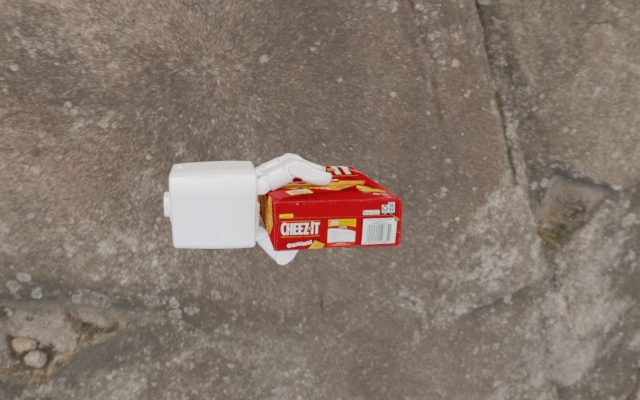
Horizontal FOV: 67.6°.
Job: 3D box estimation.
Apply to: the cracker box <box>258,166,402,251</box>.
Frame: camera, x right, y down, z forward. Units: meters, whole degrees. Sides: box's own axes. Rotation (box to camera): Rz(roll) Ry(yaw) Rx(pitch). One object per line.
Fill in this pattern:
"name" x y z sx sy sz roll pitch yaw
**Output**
"cracker box" 0.000 0.002 0.676 0.164 0.072 0.213 -2 15 -13
